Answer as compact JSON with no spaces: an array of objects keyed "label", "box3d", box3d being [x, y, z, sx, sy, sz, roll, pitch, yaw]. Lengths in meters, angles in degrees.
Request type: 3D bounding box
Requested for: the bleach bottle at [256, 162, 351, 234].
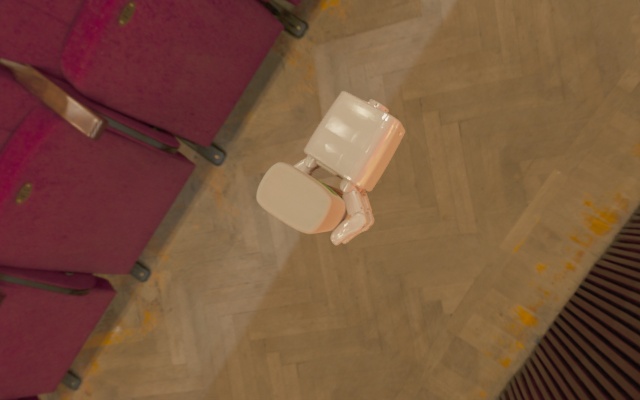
[{"label":"bleach bottle","box3d":[0.000,0.002,0.715,0.102,0.068,0.251,33,7,14]}]
